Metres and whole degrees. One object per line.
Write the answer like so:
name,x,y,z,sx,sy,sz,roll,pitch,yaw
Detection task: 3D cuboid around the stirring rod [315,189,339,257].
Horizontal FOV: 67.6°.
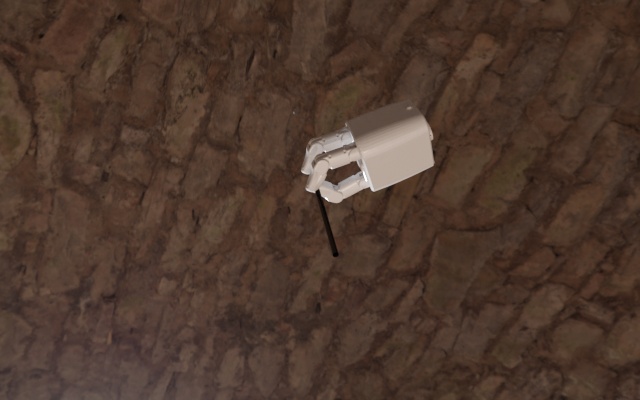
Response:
stirring rod,0.000,0.002,0.694,0.011,0.011,0.239,0,33,-11
